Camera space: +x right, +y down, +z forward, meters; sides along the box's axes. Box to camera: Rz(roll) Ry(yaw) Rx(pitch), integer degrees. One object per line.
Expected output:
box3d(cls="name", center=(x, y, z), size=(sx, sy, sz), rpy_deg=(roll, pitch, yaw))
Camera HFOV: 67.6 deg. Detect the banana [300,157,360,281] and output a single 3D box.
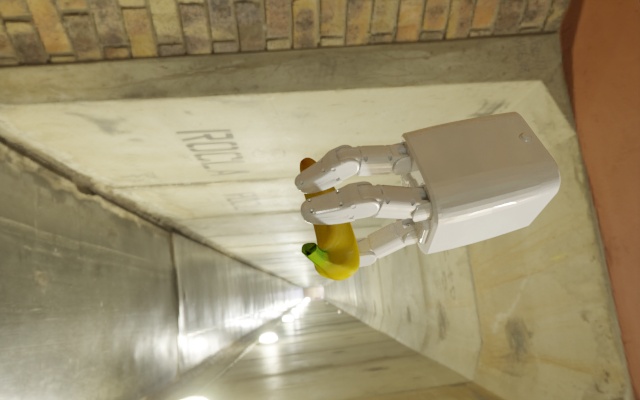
box3d(cls="banana", center=(0.007, 0.019, 0.440), size=(0.037, 0.070, 0.197), rpy_deg=(-21, 24, 5))
